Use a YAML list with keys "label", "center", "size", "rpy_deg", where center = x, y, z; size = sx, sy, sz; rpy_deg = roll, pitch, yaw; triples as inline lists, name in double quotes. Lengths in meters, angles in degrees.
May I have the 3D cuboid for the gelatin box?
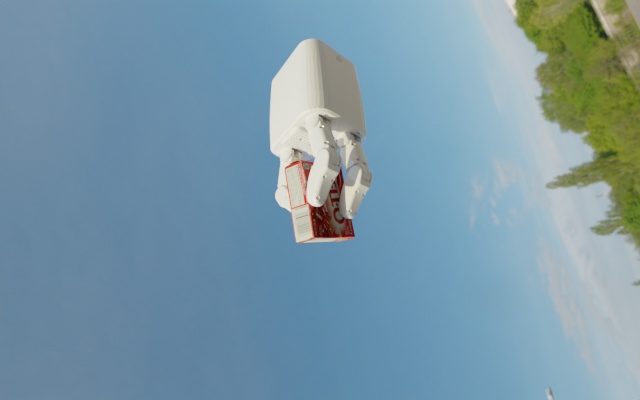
- label: "gelatin box"
  center: [0.000, 0.002, 0.539]
  size: [0.030, 0.089, 0.073]
  rpy_deg: [-19, -15, 38]
